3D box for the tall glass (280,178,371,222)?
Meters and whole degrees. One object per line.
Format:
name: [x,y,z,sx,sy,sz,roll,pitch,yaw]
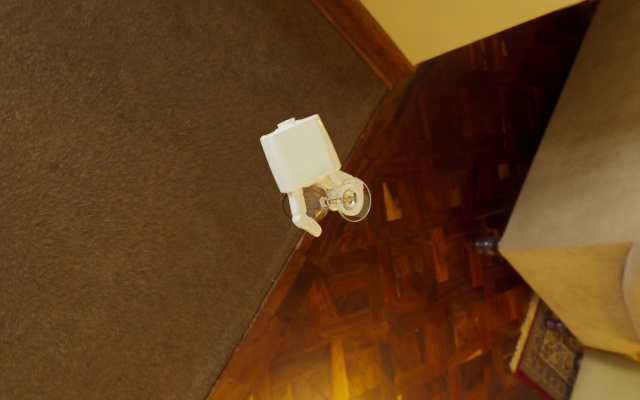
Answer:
tall glass: [0.001,0.003,0.884,0.079,0.079,0.201,0,-3,-34]
